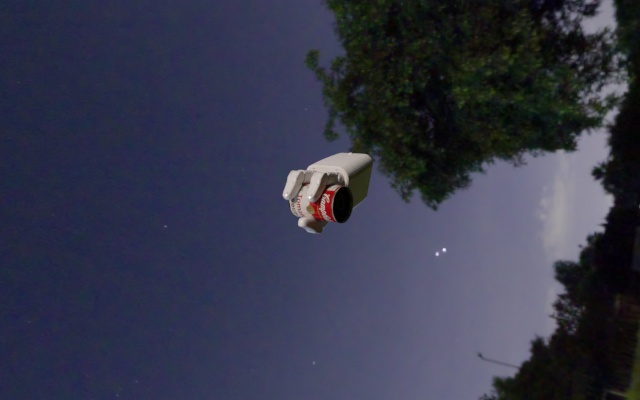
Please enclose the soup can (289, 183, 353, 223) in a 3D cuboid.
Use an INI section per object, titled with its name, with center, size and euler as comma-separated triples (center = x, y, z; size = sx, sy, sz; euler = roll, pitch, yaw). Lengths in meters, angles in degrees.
[soup can]
center = 0.000, 0.003, 0.889
size = 0.102, 0.068, 0.068
euler = 7, 4, 35
